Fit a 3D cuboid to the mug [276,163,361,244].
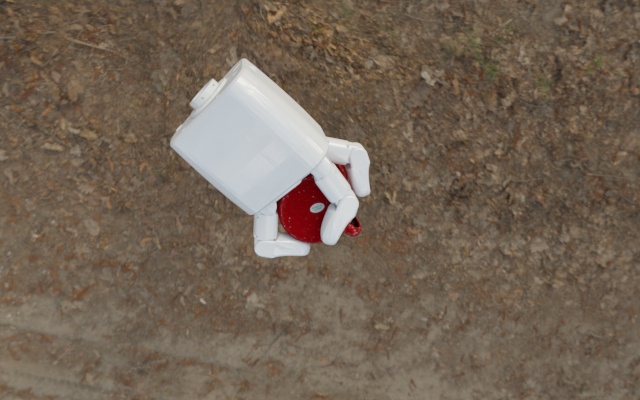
[{"bbox_3d":[0.001,0.003,0.529,0.117,0.093,0.081,40,13,-22],"label":"mug"}]
